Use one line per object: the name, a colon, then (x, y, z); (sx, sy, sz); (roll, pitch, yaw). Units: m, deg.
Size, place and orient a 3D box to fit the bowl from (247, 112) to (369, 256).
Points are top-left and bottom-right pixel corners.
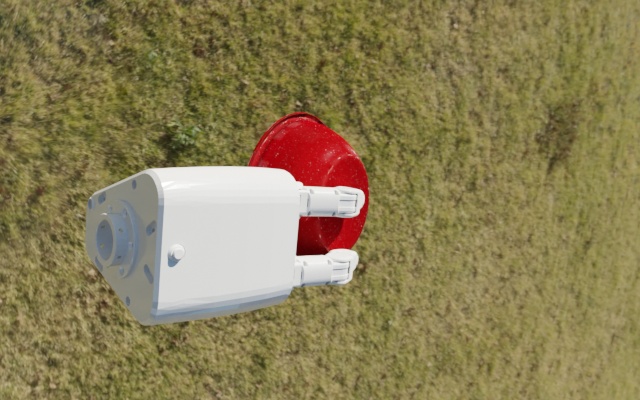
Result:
bowl: (0.001, 0.001, 0.440); (0.055, 0.162, 0.162); (9, 4, 32)
